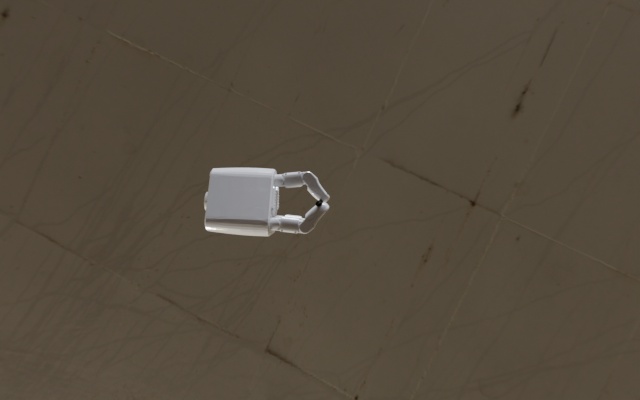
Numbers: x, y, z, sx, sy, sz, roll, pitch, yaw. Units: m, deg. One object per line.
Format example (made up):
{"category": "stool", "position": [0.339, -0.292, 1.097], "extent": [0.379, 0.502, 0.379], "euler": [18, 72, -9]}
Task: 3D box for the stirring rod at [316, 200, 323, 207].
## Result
{"category": "stirring rod", "position": [0.000, 0.003, 0.792], "extent": [0.011, 0.011, 0.239], "euler": [0, 1, 1]}
